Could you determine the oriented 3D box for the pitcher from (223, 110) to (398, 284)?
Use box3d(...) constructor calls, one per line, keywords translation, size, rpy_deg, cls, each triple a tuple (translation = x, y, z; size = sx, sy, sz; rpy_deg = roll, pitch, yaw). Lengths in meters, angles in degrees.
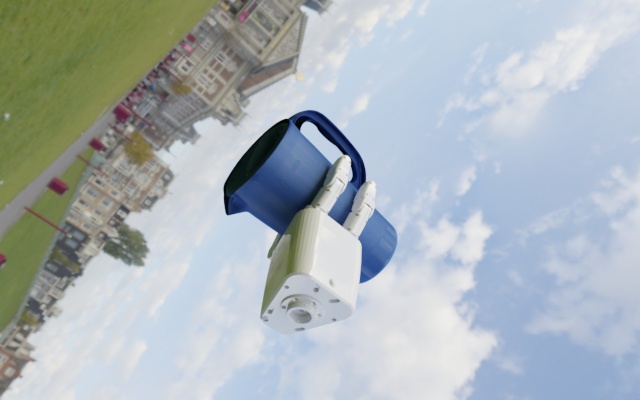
box3d(translation=(0.000, 0.002, 0.673), size=(0.243, 0.145, 0.149), rpy_deg=(40, -57, -22), cls="pitcher")
